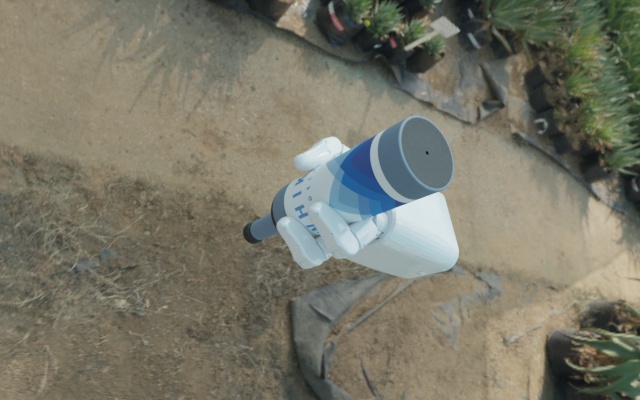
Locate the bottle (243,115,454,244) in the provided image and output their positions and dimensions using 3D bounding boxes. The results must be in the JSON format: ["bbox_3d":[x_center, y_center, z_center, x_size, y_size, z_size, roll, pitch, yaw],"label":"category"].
[{"bbox_3d":[0.000,0.002,0.500,0.069,0.069,0.296,0,-16,-38],"label":"bottle"}]
